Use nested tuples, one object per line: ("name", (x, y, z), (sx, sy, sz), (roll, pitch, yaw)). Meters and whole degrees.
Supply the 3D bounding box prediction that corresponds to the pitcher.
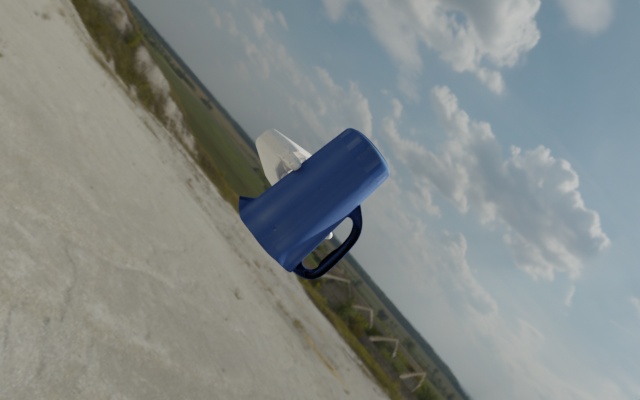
("pitcher", (0.000, 0.002, 0.793), (0.145, 0.243, 0.149), (47, -4, 45))
